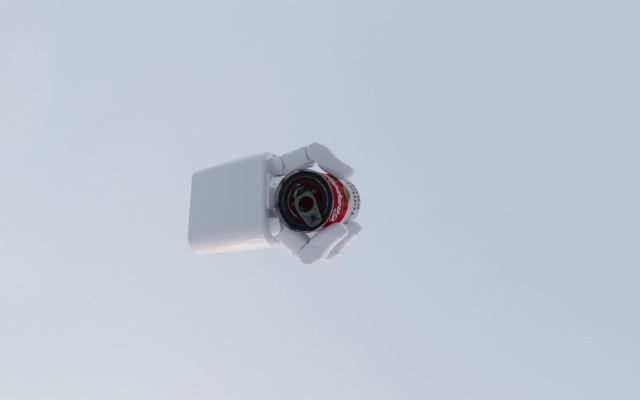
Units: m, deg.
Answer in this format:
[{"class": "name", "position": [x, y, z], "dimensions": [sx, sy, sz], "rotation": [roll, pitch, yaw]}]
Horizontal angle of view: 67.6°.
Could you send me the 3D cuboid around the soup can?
[{"class": "soup can", "position": [0.001, 0.002, 0.545], "dimensions": [0.068, 0.068, 0.102], "rotation": [0, -1, 22]}]
